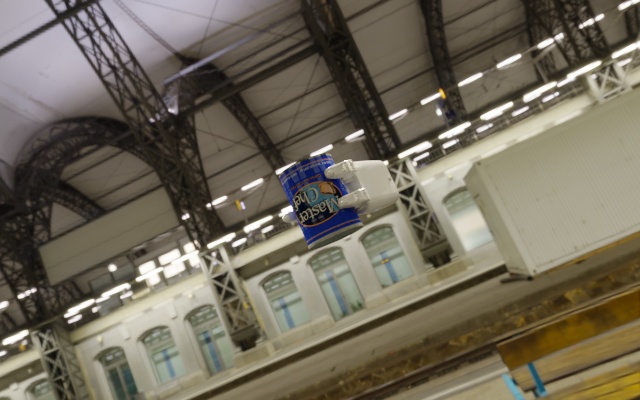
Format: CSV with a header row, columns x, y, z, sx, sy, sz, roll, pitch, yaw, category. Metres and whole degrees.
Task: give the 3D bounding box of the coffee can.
x,y,z,sx,sy,sz,roll,pitch,yaw,category
0.000,0.003,0.835,0.103,0.140,0.103,-23,-10,-4,coffee can
